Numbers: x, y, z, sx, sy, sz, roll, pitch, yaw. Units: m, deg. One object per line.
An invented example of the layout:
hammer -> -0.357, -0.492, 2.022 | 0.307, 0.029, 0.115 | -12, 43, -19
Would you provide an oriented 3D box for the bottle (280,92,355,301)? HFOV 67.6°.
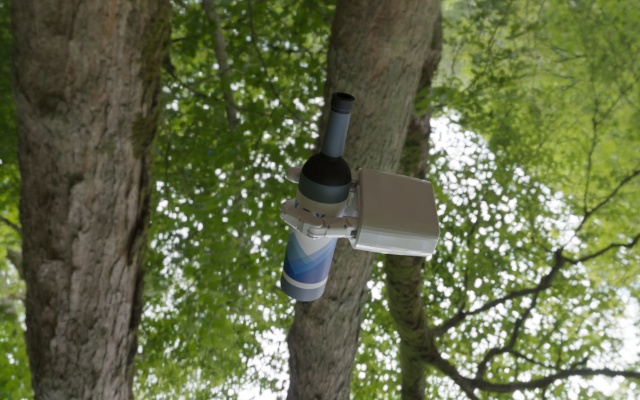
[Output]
bottle -> 0.000, 0.002, 0.631 | 0.069, 0.296, 0.069 | 9, 31, -5
